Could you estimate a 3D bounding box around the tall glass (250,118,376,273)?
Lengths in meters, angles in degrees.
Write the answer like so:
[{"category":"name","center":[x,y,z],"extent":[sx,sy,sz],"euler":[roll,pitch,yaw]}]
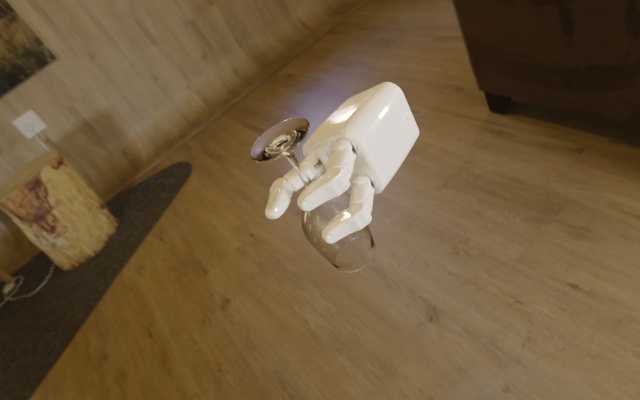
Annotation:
[{"category":"tall glass","center":[0.000,0.002,0.575],"extent":[0.079,0.079,0.201],"euler":[0,-44,39]}]
